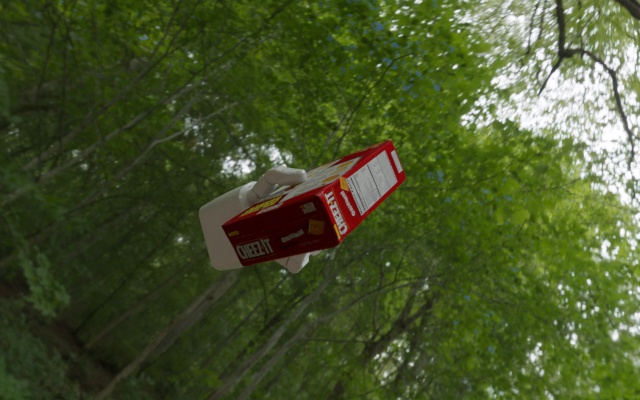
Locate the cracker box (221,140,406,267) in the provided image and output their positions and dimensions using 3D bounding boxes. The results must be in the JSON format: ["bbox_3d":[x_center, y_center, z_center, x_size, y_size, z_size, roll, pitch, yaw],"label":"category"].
[{"bbox_3d":[0.000,0.002,0.646,0.164,0.072,0.213,-18,12,37],"label":"cracker box"}]
